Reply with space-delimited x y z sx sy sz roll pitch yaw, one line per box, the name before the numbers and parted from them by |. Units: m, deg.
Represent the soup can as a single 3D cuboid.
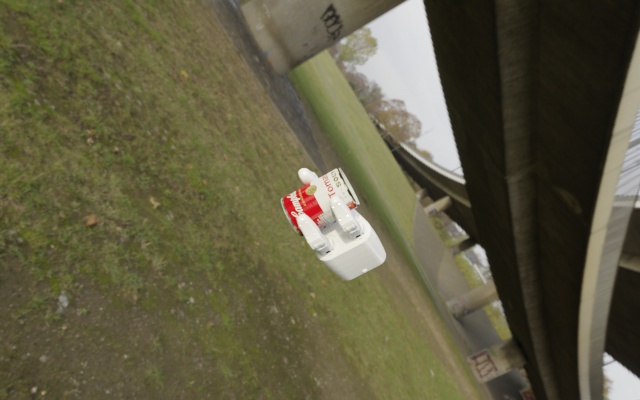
soup can | 0.000 0.002 0.732 0.102 0.068 0.068 -28 -4 8
